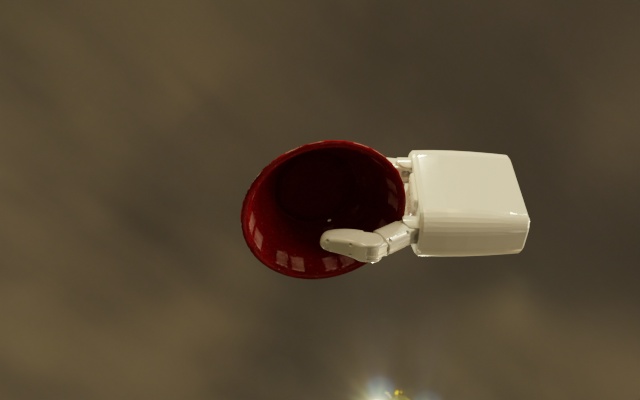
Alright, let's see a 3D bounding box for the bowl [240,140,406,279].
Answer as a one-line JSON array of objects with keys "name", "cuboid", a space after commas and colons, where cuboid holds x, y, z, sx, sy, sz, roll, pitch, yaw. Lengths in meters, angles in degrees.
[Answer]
[{"name": "bowl", "cuboid": [-0.001, 0.001, 0.477, 0.162, 0.162, 0.055, 0, 34, -14]}]
